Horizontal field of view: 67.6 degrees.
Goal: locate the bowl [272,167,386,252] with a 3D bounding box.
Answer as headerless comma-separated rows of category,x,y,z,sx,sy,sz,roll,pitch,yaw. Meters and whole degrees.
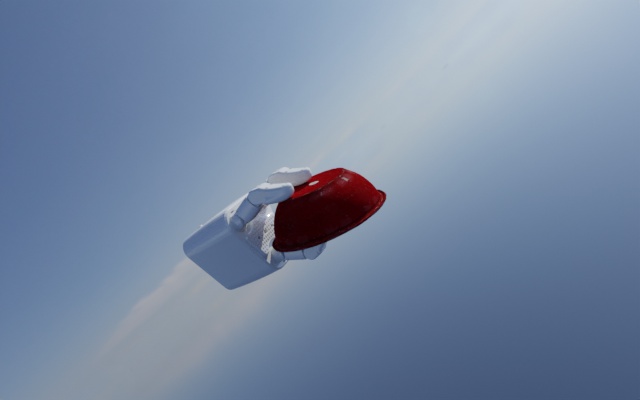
bowl,0.001,0.001,0.613,0.162,0.055,0.162,-23,14,6
